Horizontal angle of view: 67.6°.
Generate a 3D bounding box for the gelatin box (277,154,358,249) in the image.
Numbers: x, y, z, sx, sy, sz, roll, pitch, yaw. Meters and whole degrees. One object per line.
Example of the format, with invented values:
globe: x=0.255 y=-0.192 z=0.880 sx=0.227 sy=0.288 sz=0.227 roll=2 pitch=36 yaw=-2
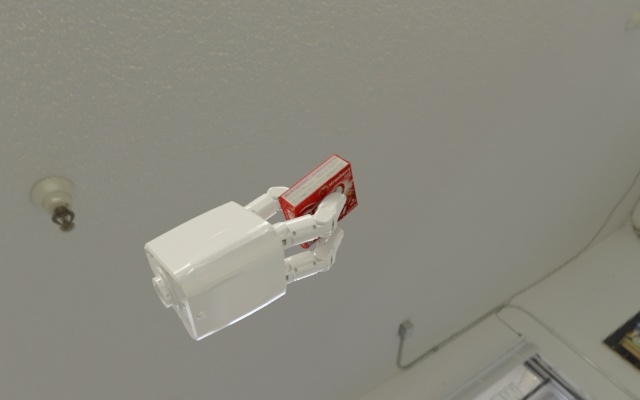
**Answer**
gelatin box: x=0.000 y=0.001 z=0.546 sx=0.089 sy=0.073 sz=0.030 roll=-39 pitch=52 yaw=-21
